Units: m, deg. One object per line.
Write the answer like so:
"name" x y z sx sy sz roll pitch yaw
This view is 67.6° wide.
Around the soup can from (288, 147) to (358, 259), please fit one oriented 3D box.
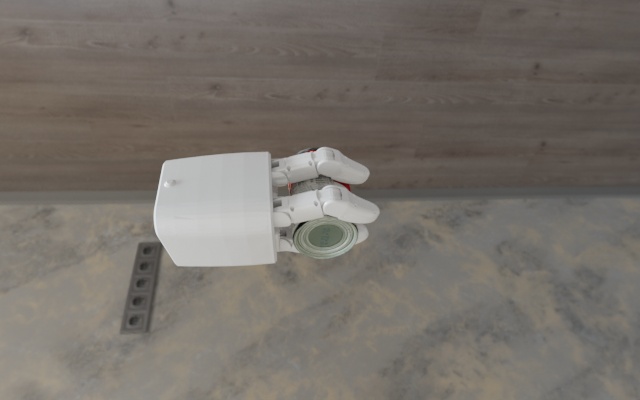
"soup can" 0.001 0.002 0.504 0.068 0.102 0.069 -4 -44 -4
